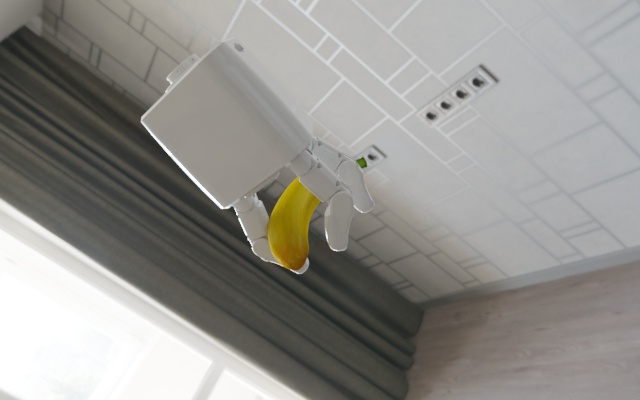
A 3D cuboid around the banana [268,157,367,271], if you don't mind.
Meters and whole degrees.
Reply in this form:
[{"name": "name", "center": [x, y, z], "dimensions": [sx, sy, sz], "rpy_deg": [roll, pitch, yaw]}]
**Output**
[{"name": "banana", "center": [-0.014, 0.005, 0.474], "dimensions": [0.069, 0.037, 0.197], "rpy_deg": [-18, 23, 32]}]
